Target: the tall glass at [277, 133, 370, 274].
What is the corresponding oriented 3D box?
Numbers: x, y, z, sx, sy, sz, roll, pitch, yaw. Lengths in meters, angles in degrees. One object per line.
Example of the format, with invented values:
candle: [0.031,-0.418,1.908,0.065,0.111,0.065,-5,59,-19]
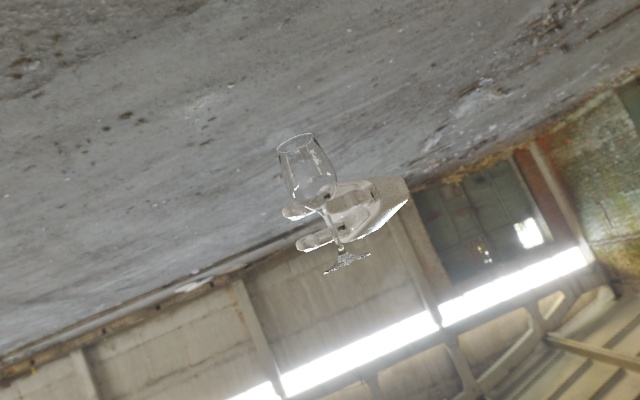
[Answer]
tall glass: [0.000,0.003,0.714,0.079,0.201,0.079,-23,-8,-3]
